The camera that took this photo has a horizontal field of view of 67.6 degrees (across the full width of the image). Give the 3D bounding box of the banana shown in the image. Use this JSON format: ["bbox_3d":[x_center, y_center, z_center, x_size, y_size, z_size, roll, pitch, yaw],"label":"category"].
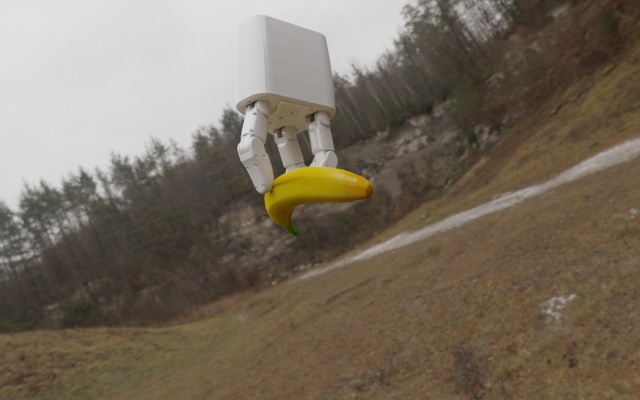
[{"bbox_3d":[-0.017,-0.005,0.512,0.069,0.037,0.198,26,-22,-17],"label":"banana"}]
